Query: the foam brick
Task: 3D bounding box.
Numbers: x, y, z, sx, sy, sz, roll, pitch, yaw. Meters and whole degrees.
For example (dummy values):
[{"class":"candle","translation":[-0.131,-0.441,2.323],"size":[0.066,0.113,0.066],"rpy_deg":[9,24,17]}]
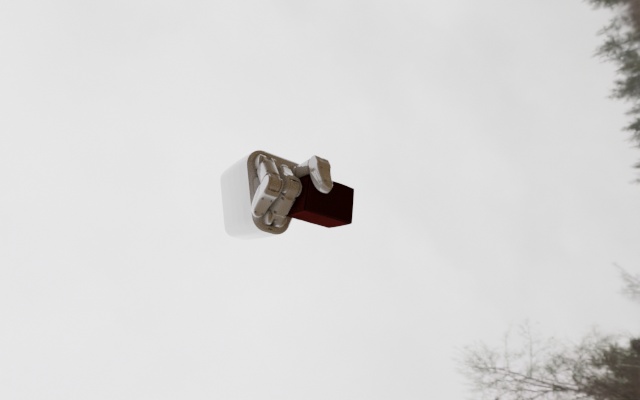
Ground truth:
[{"class":"foam brick","translation":[0.000,0.002,0.655],"size":[0.078,0.053,0.051],"rpy_deg":[18,-21,-31]}]
